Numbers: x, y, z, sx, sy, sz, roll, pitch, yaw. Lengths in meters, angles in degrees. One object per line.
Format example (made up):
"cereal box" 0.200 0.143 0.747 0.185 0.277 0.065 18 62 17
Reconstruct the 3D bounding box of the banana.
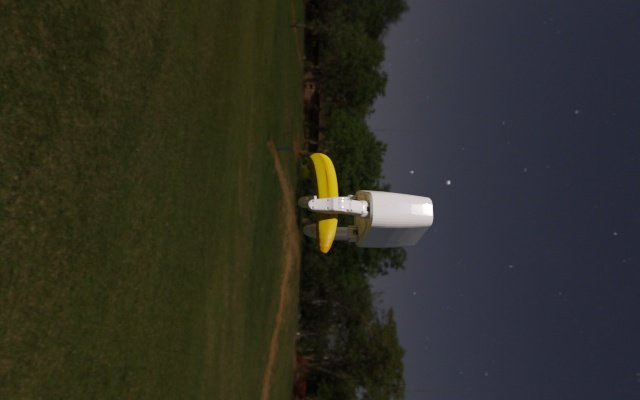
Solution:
"banana" 0.005 -0.011 0.790 0.037 0.197 0.070 4 -38 -18
